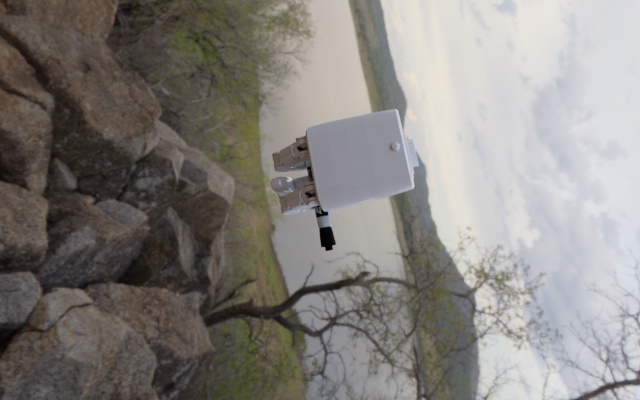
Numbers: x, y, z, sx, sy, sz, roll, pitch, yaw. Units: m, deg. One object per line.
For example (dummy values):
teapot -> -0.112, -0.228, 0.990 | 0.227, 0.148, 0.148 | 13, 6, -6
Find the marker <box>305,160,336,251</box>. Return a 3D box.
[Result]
marker -> 0.000, 0.002, 0.588 | 0.020, 0.121, 0.020 | -10, -9, -2
